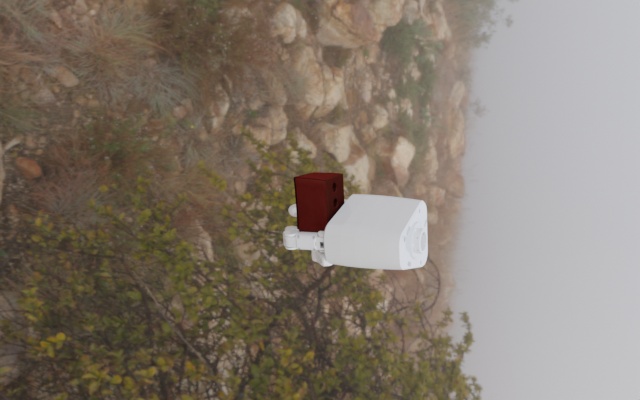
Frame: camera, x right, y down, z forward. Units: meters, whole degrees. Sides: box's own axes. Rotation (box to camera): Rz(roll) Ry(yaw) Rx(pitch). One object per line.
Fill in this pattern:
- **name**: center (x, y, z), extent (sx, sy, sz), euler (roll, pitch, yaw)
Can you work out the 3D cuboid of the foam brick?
- **foam brick**: center (0.000, 0.002, 0.663), extent (0.051, 0.078, 0.053), euler (4, 15, 31)
